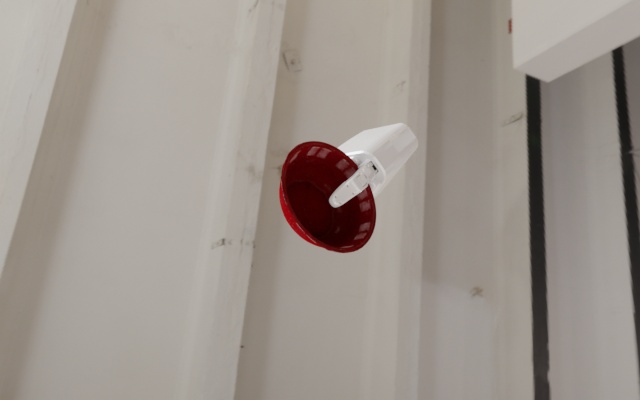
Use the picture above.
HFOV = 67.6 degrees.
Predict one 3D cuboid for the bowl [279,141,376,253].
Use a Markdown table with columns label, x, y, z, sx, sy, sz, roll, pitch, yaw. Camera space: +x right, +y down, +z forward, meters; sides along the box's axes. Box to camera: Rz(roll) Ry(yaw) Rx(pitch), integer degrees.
| label | x | y | z | sx | sy | sz | roll | pitch | yaw |
| --- | --- | --- | --- | --- | --- | --- | --- | --- | --- |
| bowl | -0.001 | 0.003 | 0.654 | 0.162 | 0.162 | 0.055 | 0 | -22 | -41 |
